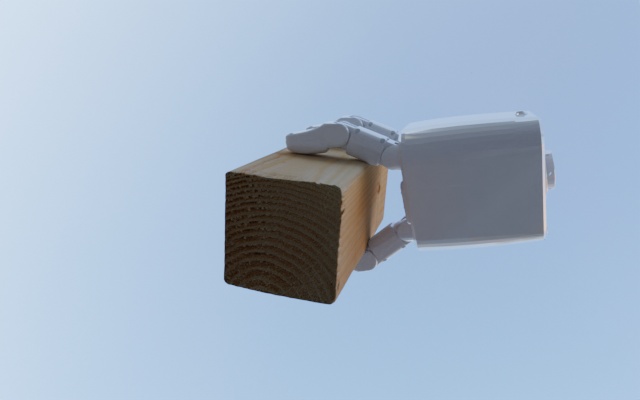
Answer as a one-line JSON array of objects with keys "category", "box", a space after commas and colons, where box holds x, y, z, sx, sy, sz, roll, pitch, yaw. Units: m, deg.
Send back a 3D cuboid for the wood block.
[{"category": "wood block", "box": [0.000, 0.002, 0.433, 0.090, 0.091, 0.206, 8, 17, 15]}]
